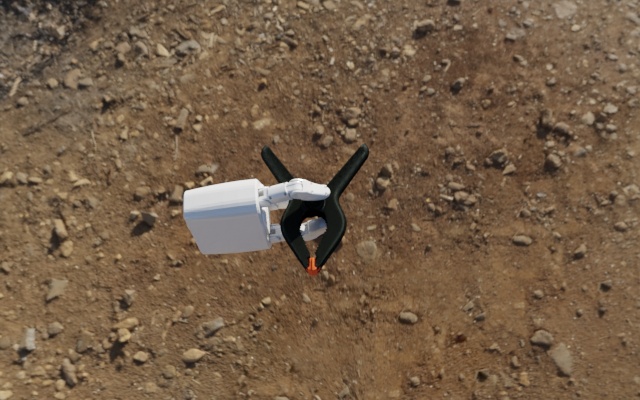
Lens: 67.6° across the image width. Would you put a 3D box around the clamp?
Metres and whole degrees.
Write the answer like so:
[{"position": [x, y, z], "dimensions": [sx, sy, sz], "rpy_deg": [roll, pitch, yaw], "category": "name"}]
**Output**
[{"position": [0.000, 0.002, 0.694], "dimensions": [0.164, 0.210, 0.036], "rpy_deg": [-7, -25, 1], "category": "clamp"}]
